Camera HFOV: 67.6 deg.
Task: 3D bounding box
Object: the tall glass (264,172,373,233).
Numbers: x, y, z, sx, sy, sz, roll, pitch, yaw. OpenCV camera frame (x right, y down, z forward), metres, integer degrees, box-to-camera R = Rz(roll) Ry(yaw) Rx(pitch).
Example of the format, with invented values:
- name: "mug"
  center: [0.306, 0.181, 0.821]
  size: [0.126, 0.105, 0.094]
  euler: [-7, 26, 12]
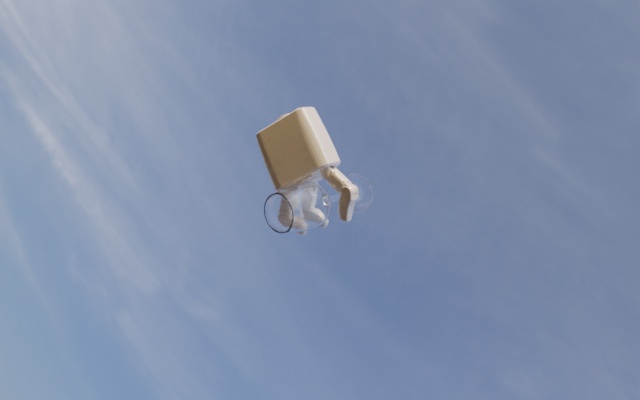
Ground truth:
- name: "tall glass"
  center: [0.001, 0.003, 0.785]
  size: [0.079, 0.079, 0.201]
  euler: [0, 10, 40]
